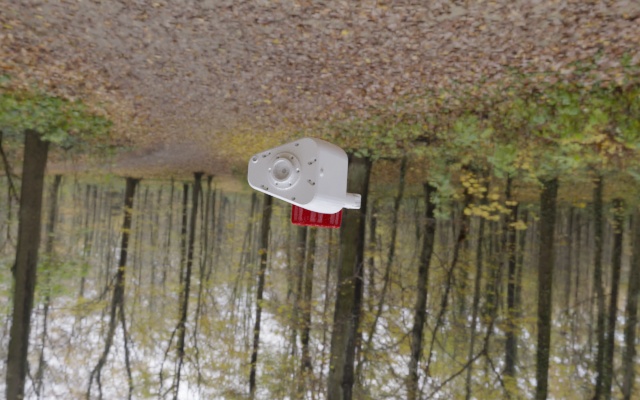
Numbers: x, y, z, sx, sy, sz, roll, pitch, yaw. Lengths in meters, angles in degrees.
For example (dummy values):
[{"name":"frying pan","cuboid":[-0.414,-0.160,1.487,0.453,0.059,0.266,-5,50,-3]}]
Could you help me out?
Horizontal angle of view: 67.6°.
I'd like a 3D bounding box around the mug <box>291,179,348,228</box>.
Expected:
[{"name":"mug","cuboid":[0.001,0.003,0.789,0.093,0.081,0.117,3,-4,23]}]
